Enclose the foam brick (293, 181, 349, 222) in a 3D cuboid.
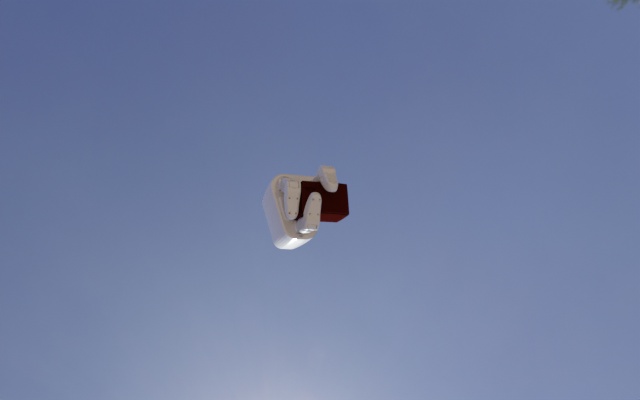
[{"bbox_3d":[0.000,0.003,0.762,0.078,0.053,0.051,4,-19,-17],"label":"foam brick"}]
